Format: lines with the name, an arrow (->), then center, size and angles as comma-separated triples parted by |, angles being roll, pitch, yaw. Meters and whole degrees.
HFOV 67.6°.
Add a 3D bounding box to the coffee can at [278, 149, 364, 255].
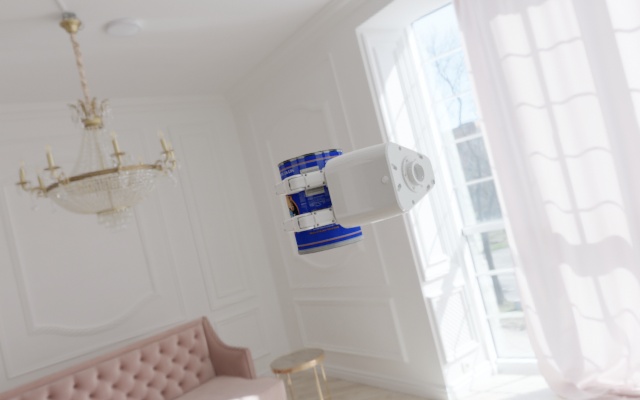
coffee can -> 0.000, 0.003, 0.727 | 0.103, 0.140, 0.103 | -14, -2, 0
